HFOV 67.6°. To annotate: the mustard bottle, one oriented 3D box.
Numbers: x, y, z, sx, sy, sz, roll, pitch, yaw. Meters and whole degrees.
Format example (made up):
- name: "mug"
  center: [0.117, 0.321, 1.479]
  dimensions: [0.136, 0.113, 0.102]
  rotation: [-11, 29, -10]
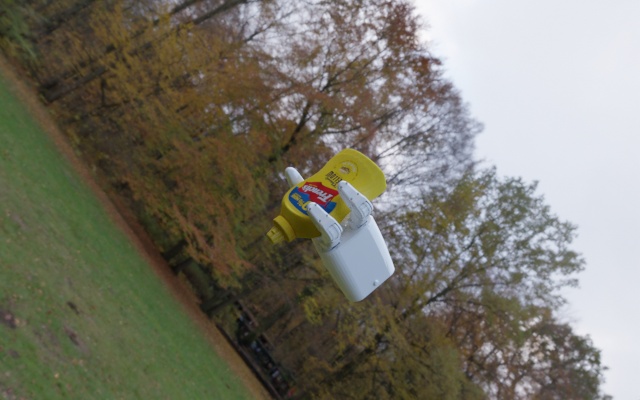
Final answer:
- name: "mustard bottle"
  center: [0.000, 0.002, 0.717]
  dimensions: [0.191, 0.058, 0.096]
  rotation: [-37, 53, -16]
